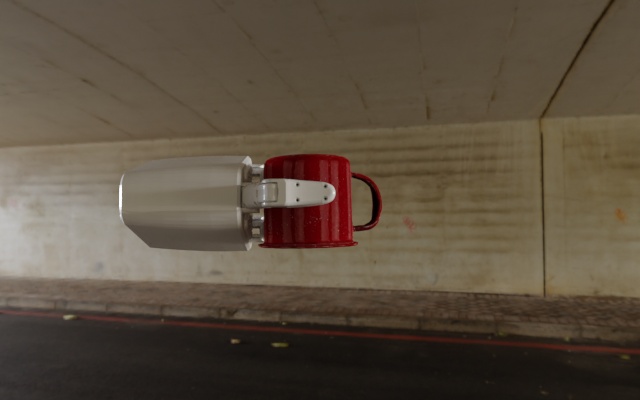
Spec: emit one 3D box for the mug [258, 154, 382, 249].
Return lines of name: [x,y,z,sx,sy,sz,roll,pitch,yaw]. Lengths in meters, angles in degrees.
mug: [0.002,0.001,0.447,0.117,0.081,0.093,-1,-2,-5]
